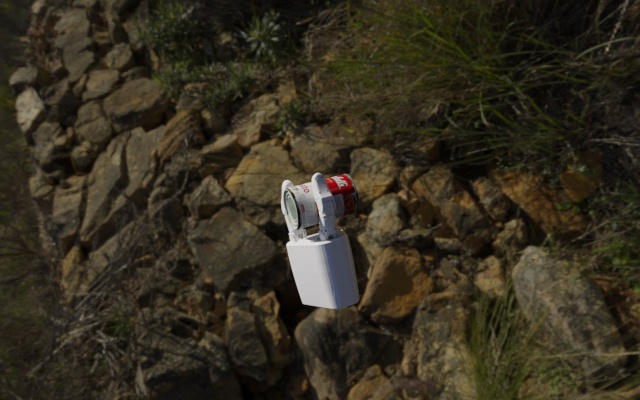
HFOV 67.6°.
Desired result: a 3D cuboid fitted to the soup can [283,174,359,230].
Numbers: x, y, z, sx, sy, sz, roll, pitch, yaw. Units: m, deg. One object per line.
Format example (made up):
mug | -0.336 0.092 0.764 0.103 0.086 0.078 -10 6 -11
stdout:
soup can | 0.000 0.002 0.748 0.102 0.068 0.068 -14 5 -19
